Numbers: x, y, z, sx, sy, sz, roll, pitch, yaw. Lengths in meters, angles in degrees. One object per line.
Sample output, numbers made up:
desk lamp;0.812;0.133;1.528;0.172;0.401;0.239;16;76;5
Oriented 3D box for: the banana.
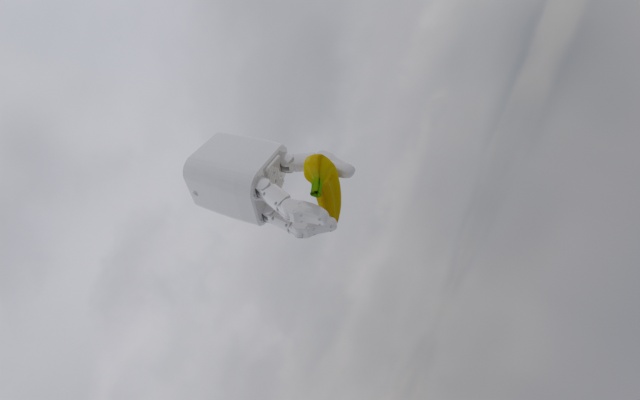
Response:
banana;0.003;-0.017;0.628;0.037;0.069;0.198;7;-12;11
